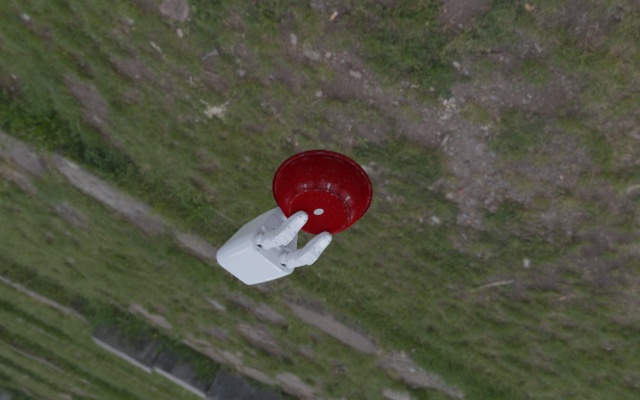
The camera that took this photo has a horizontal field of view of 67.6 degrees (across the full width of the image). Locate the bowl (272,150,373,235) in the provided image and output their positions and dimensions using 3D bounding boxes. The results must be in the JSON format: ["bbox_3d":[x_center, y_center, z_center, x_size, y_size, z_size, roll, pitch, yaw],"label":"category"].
[{"bbox_3d":[0.001,0.002,0.740,0.162,0.162,0.055,0,39,7],"label":"bowl"}]
